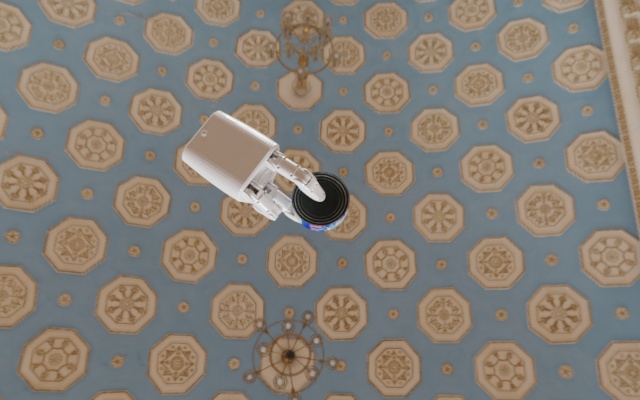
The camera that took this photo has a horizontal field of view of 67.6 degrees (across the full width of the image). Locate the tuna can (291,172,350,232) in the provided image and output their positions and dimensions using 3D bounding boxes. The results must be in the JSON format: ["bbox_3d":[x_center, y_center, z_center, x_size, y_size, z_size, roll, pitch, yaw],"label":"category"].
[{"bbox_3d":[0.000,0.003,0.715,0.086,0.086,0.034,0,-21,0],"label":"tuna can"}]
